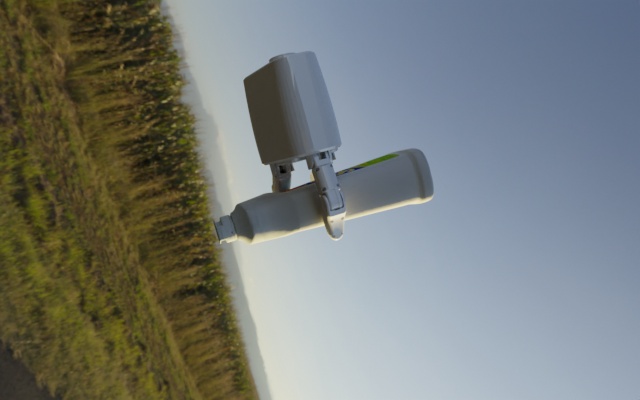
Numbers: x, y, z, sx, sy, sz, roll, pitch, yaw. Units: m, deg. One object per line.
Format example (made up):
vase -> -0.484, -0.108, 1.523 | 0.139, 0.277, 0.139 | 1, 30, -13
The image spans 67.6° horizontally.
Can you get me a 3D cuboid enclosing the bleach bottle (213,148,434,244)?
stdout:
bleach bottle -> 0.000, 0.002, 0.569 | 0.251, 0.068, 0.102 | -17, 5, -15
